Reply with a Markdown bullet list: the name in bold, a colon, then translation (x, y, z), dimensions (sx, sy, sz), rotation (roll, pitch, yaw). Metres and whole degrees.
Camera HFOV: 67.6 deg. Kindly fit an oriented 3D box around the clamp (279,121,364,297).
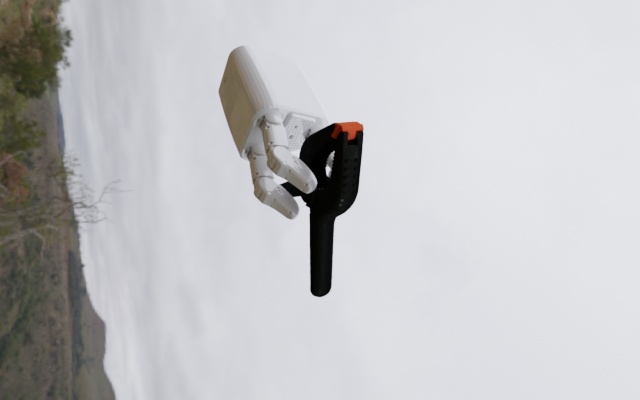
- **clamp**: translation (0.001, 0.001, 0.535), dimensions (0.036, 0.164, 0.210), rotation (-11, -29, -32)
